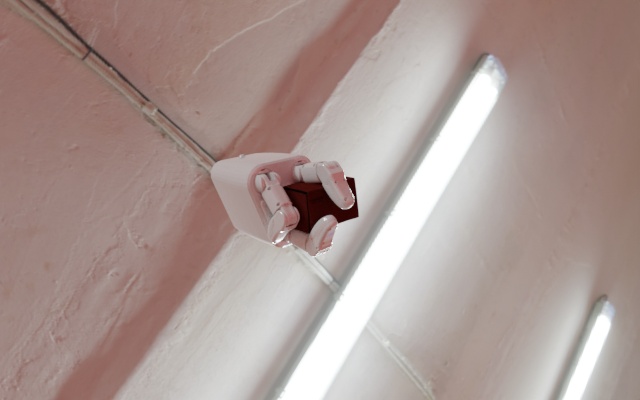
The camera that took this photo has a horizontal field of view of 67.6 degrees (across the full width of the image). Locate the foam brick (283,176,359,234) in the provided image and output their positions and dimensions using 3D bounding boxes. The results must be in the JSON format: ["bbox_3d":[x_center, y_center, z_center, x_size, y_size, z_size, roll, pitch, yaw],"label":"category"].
[{"bbox_3d":[0.000,0.002,0.582,0.078,0.053,0.051,-17,18,-37],"label":"foam brick"}]
